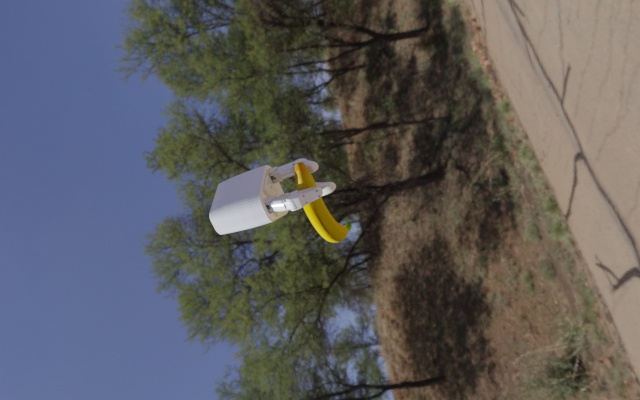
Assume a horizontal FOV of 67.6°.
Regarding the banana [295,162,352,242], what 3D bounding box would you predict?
[{"bbox_3d":[0.001,0.019,0.836,0.037,0.069,0.198,-17,-44,20],"label":"banana"}]
